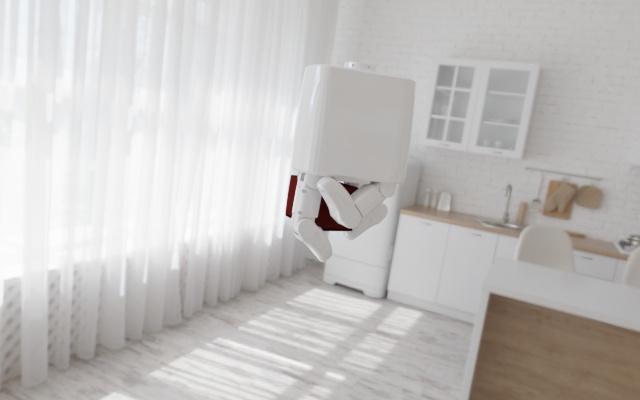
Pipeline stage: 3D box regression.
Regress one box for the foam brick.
[{"bbox_3d":[0.000,0.002,0.550,0.053,0.051,0.078,2,10,-28],"label":"foam brick"}]
